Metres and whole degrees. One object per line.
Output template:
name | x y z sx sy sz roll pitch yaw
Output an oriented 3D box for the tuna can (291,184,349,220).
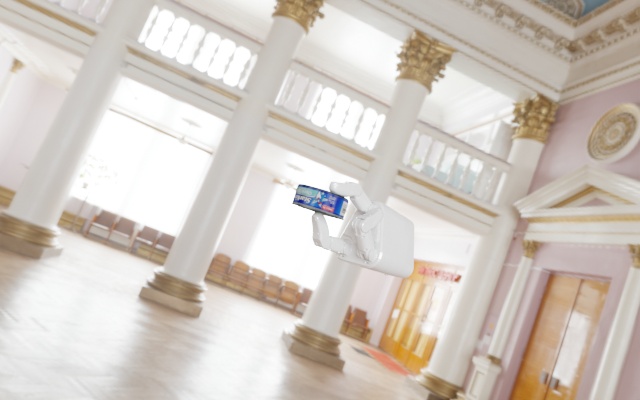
tuna can | 0.000 0.002 0.744 0.086 0.034 0.086 18 -4 1
